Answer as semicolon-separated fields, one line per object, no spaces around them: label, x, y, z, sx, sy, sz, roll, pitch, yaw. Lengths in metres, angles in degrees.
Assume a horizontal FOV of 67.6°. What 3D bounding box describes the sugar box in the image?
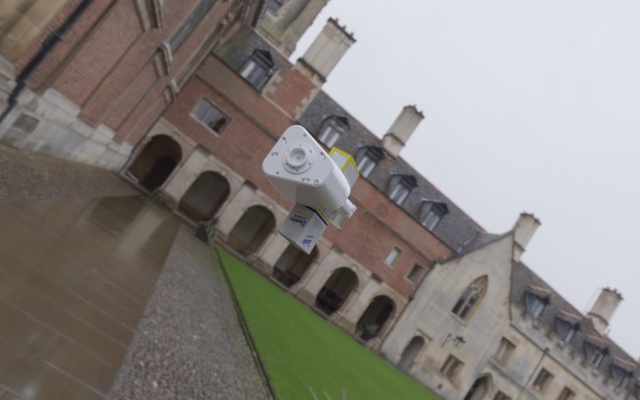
sugar box;0.000;0.002;0.836;0.048;0.176;0.093;32;-9;22
